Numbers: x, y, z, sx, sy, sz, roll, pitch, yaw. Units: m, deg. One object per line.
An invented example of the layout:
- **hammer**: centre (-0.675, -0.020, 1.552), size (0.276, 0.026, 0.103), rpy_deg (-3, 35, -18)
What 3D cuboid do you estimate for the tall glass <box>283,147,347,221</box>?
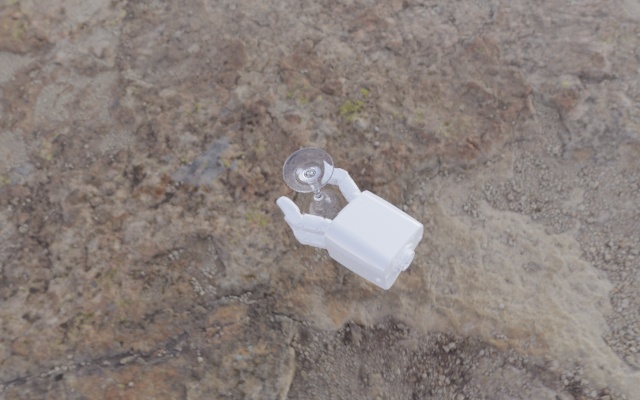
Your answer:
- **tall glass**: centre (0.000, 0.002, 0.761), size (0.079, 0.079, 0.201), rpy_deg (0, -28, 11)
